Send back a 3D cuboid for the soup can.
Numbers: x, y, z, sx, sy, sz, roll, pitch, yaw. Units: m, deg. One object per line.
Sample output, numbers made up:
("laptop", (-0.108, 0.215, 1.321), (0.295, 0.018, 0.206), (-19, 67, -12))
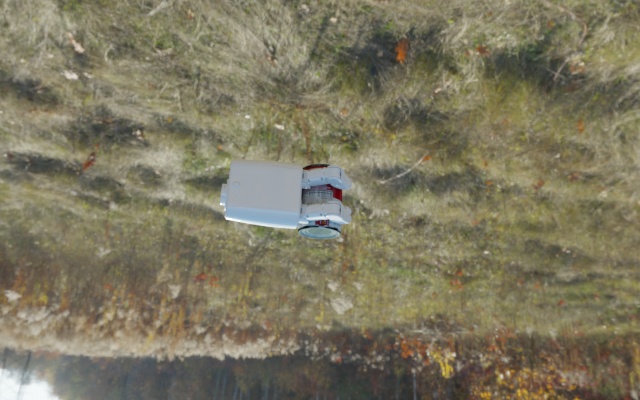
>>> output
("soup can", (0.001, 0.003, 0.742), (0.068, 0.102, 0.068), (2, -19, 1))
